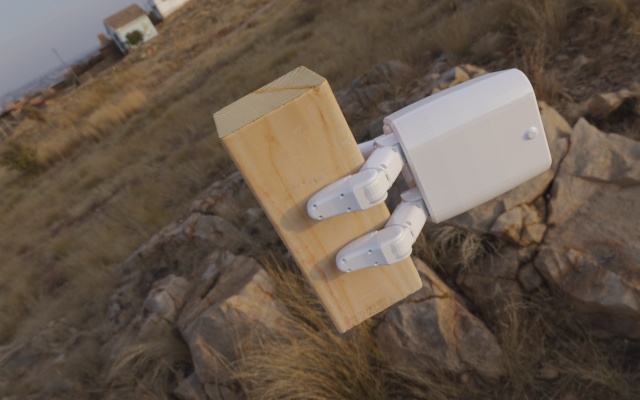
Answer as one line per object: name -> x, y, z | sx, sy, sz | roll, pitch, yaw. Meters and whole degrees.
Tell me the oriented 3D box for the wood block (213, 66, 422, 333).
wood block -> 0.000, 0.001, 0.419 | 0.090, 0.206, 0.090 | -29, 26, -2
